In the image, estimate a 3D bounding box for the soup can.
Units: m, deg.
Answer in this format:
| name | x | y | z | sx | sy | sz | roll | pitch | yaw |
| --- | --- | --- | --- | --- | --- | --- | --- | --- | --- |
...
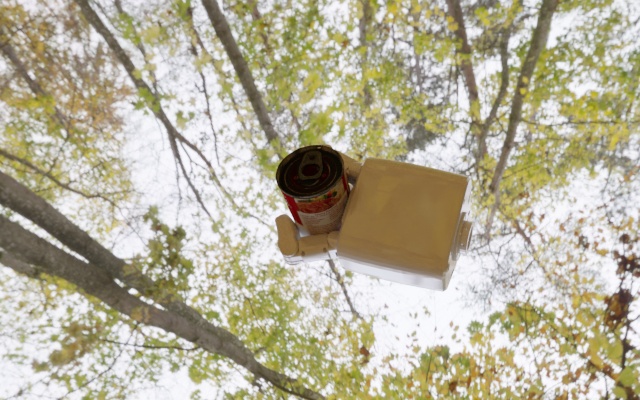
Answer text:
| name | x | y | z | sx | sy | sz | roll | pitch | yaw |
| --- | --- | --- | --- | --- | --- | --- | --- | --- | --- |
| soup can | 0.000 | 0.002 | 0.497 | 0.068 | 0.068 | 0.102 | 0 | -38 | 16 |
